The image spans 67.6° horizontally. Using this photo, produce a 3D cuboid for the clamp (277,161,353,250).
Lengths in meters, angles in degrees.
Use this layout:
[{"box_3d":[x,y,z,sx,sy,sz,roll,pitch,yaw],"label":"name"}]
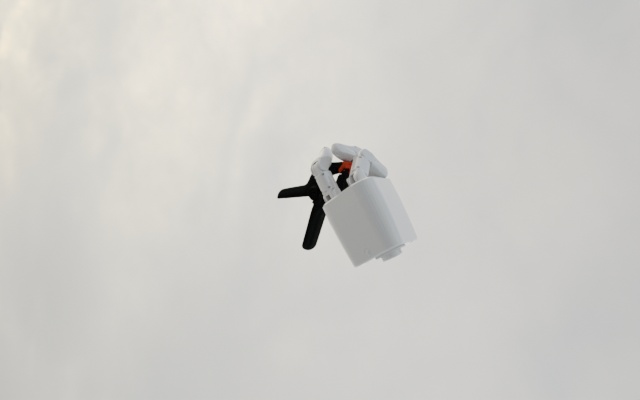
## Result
[{"box_3d":[0.001,0.002,0.786,0.039,0.120,0.171,-13,-17,-47],"label":"clamp"}]
